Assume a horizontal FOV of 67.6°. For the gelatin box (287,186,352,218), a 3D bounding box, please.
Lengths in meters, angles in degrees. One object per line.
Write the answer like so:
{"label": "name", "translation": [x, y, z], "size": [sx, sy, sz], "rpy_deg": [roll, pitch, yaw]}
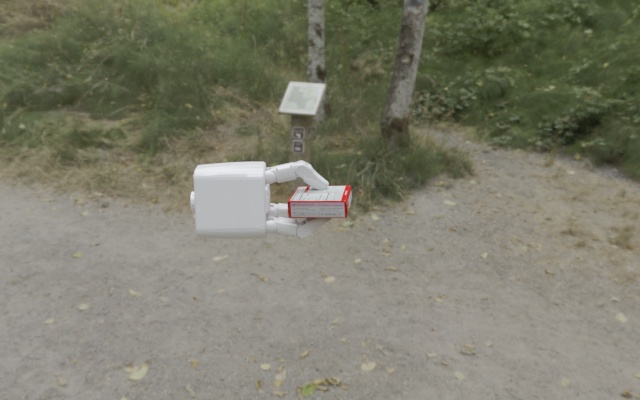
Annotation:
{"label": "gelatin box", "translation": [0.000, 0.002, 0.728], "size": [0.089, 0.030, 0.073], "rpy_deg": [-1, 19, 10]}
